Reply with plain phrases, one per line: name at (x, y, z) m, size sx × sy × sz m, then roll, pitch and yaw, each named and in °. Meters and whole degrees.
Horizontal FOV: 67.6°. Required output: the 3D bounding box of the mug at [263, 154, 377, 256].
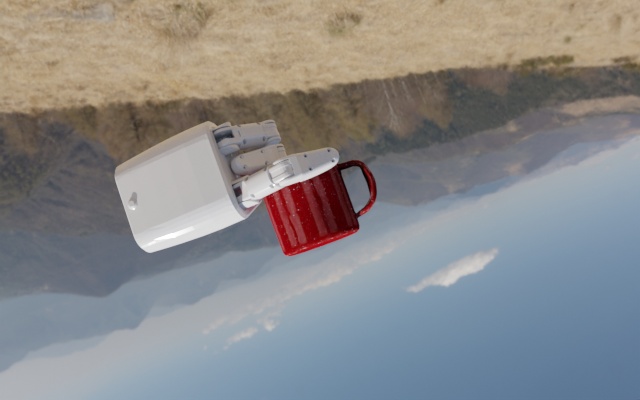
mug at (0.001, 0.001, 0.477) m, size 0.117 × 0.081 × 0.093 m, roll -21°, pitch -7°, yaw 9°
